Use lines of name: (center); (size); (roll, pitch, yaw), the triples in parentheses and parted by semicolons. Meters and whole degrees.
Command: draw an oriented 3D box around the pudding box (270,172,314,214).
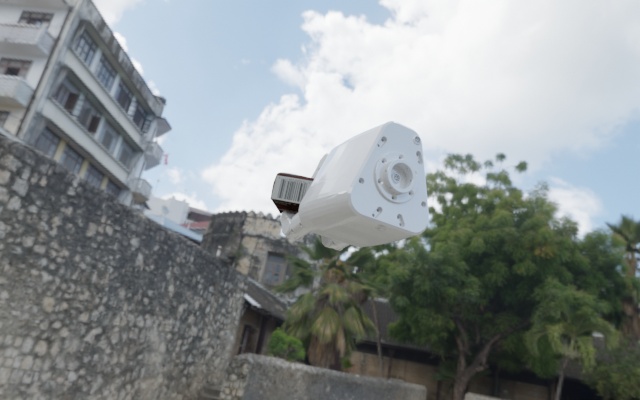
pudding box: (0.000, 0.002, 0.601); (0.113, 0.039, 0.090); (12, -13, 5)
